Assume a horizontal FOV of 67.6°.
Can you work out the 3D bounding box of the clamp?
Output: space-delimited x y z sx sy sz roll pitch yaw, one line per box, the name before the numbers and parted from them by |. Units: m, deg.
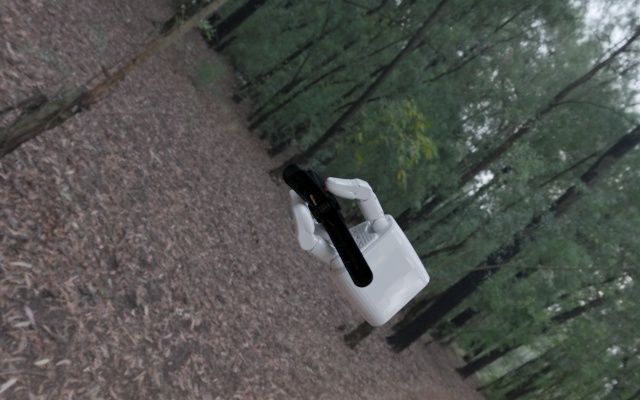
clamp | 0.001 0.002 0.610 0.036 0.165 0.210 -32 21 4
